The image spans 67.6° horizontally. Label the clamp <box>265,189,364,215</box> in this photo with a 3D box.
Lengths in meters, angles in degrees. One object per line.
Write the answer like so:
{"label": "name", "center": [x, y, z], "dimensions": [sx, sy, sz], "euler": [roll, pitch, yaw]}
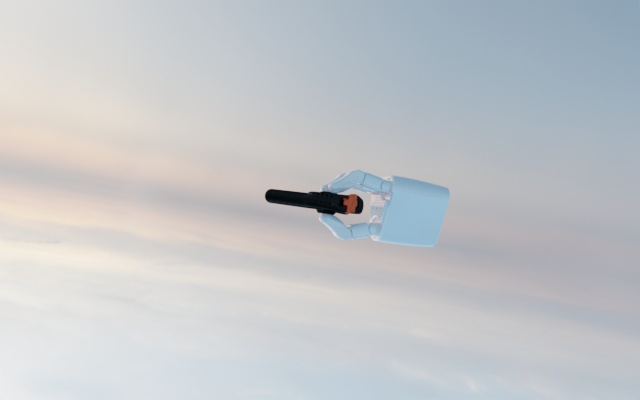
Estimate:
{"label": "clamp", "center": [0.000, 0.003, 0.778], "dimensions": [0.164, 0.036, 0.210], "euler": [8, -2, -14]}
